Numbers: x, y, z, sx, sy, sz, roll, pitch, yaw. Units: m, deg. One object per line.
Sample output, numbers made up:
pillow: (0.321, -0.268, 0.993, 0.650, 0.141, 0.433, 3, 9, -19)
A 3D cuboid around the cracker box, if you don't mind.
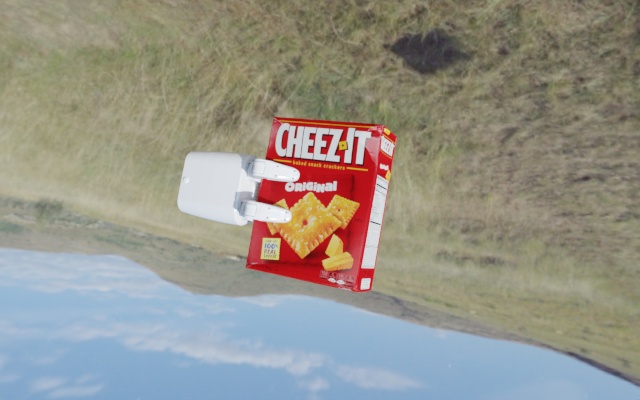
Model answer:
cracker box: (0.000, 0.002, 0.642, 0.164, 0.213, 0.072, 8, -4, 24)
